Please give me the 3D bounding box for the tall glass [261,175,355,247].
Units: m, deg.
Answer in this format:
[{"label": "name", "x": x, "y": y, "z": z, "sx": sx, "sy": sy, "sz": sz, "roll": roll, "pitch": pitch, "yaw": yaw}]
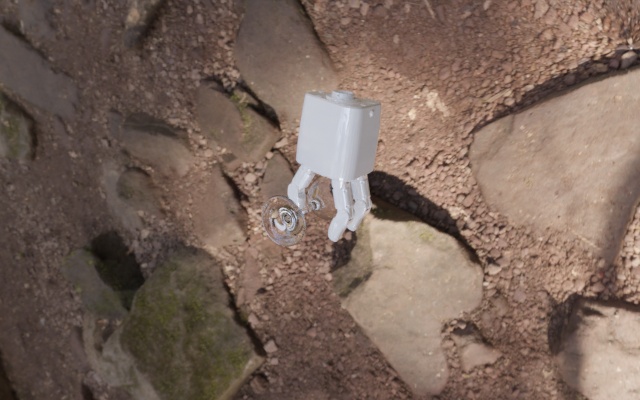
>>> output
[{"label": "tall glass", "x": 0.000, "y": 0.003, "z": 0.737, "sx": 0.079, "sy": 0.079, "sz": 0.201, "roll": 0, "pitch": 15, "yaw": 33}]
